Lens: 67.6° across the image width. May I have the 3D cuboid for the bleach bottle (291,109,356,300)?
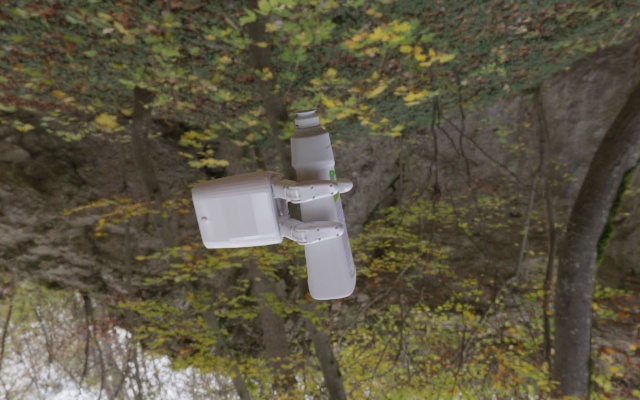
[{"bbox_3d":[0.000,0.002,0.652,0.068,0.251,0.102,-7,17,6],"label":"bleach bottle"}]
